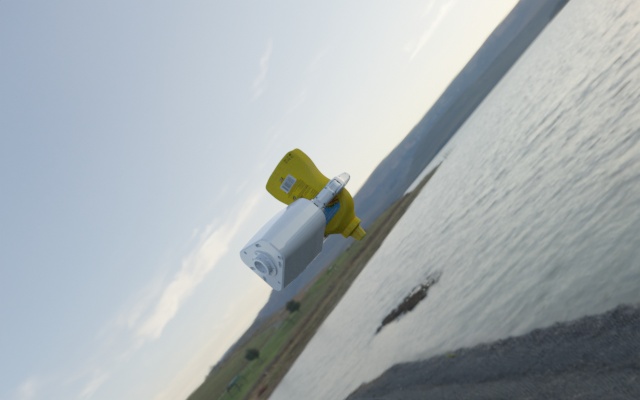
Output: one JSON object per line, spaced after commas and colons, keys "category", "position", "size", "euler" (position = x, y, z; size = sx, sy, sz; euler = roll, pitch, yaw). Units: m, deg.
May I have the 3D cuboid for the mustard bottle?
{"category": "mustard bottle", "position": [0.000, 0.002, 0.830], "size": [0.191, 0.096, 0.058], "euler": [40, 28, 7]}
